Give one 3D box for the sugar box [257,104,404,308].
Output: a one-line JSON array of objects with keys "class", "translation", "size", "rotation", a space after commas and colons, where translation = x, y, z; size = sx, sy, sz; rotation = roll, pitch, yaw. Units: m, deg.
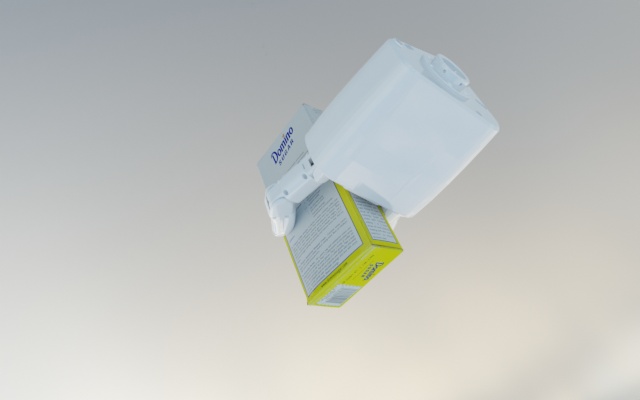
[{"class": "sugar box", "translation": [0.001, 0.002, 0.452], "size": [0.048, 0.176, 0.093], "rotation": [15, -49, -39]}]
